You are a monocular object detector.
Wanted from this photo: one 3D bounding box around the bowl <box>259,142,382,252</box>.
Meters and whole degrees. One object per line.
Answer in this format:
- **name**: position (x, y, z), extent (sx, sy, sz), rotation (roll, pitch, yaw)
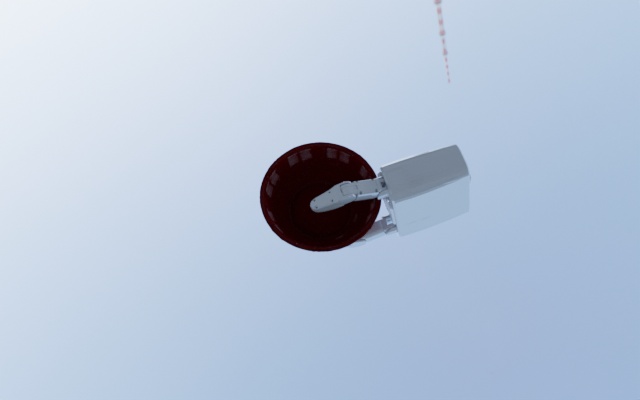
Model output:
- **bowl**: position (-0.001, 0.002, 0.654), extent (0.162, 0.162, 0.055), rotation (0, -25, 0)
